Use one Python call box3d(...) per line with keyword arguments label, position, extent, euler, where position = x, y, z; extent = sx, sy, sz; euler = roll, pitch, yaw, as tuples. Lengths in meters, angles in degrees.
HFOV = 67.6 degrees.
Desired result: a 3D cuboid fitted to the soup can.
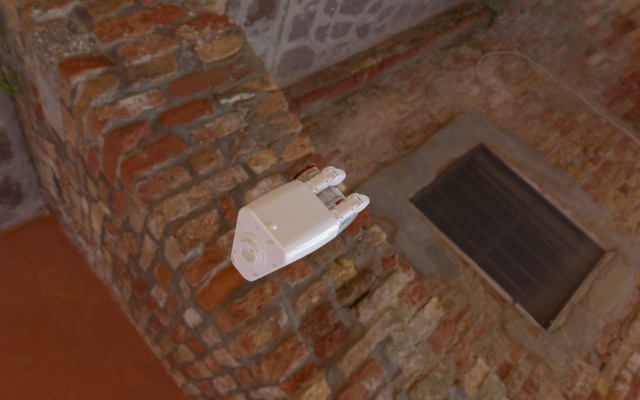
box3d(label="soup can", position=(0.001, 0.003, 0.734), extent=(0.068, 0.102, 0.068), euler=(-39, -13, -11))
